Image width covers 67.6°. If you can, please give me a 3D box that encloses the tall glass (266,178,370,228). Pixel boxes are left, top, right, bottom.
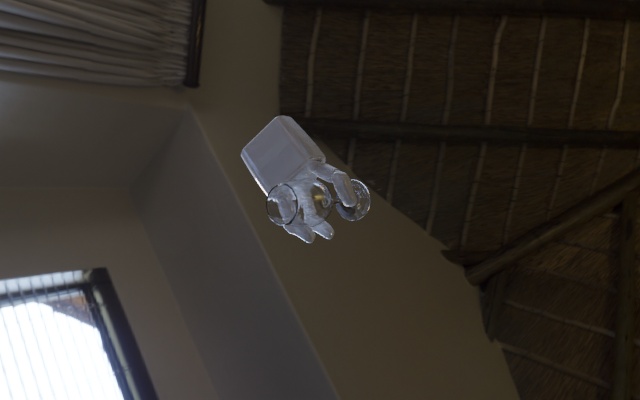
[{"bbox_3d":[0.001,0.003,0.785,0.079,0.079,0.201,0,2,35],"label":"tall glass"}]
